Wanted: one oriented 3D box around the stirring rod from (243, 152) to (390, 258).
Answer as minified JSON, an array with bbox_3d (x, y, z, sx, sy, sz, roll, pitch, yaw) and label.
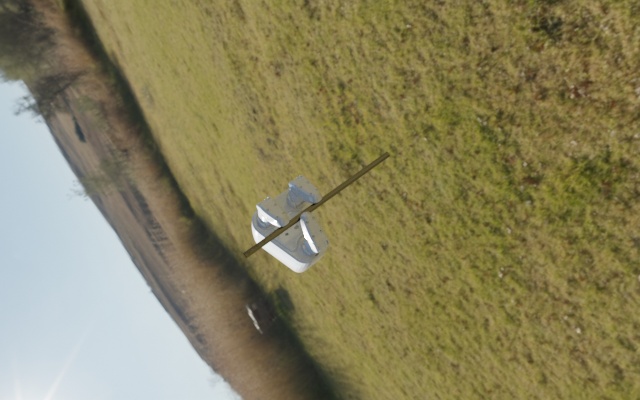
[{"bbox_3d":[0.000,0.002,0.629,0.239,0.011,0.011,-35,12,-17],"label":"stirring rod"}]
